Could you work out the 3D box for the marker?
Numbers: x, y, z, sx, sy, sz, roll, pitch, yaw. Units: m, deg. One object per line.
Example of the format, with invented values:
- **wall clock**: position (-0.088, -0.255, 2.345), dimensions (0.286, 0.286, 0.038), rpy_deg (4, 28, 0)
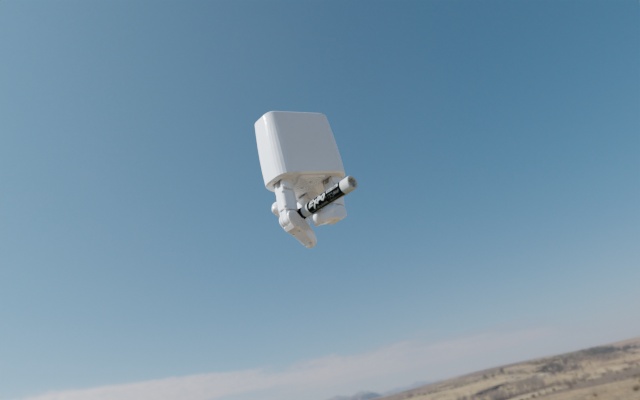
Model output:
- **marker**: position (0.000, 0.002, 0.630), dimensions (0.020, 0.020, 0.121), rpy_deg (0, -24, -47)
